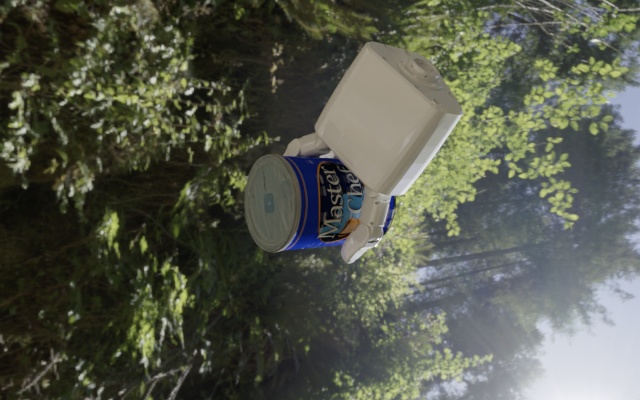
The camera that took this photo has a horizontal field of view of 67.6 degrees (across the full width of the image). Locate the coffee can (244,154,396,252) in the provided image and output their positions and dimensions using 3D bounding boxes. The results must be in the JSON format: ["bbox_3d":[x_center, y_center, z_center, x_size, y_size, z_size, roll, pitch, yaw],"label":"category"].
[{"bbox_3d":[0.000,0.002,0.540,0.140,0.103,0.103,-1,1,-38],"label":"coffee can"}]
